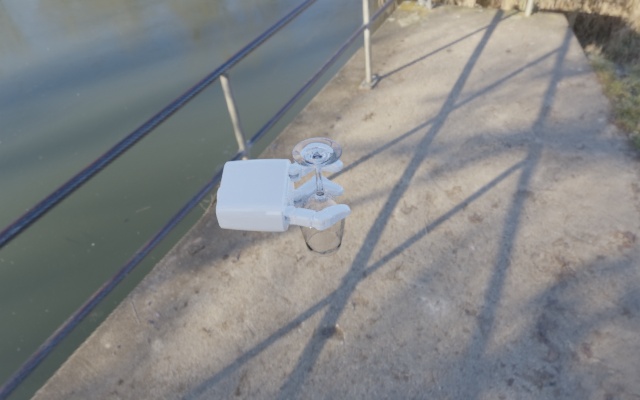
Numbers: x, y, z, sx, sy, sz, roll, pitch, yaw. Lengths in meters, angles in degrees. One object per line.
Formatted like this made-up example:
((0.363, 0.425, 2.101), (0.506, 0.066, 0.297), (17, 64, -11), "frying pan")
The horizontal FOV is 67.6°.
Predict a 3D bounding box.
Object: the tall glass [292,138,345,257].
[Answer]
((0.000, 0.002, 0.769), (0.079, 0.201, 0.079), (-3, 42, 2), "tall glass")
